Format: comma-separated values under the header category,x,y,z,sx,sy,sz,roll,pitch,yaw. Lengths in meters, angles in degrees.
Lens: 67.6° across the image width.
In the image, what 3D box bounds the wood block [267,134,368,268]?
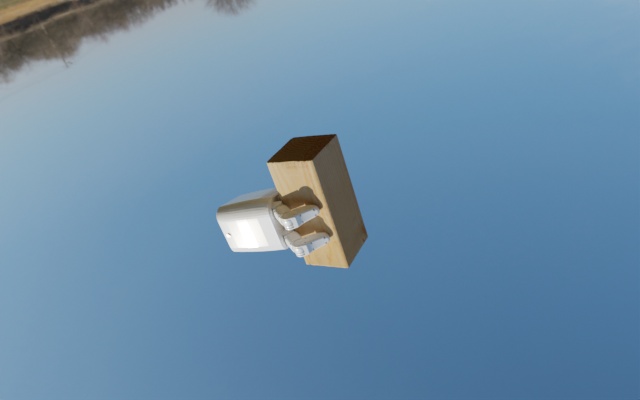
category,x,y,z,sx,sy,sz,roll,pitch,yaw
wood block,0.000,0.003,0.802,0.090,0.206,0.090,0,34,32
